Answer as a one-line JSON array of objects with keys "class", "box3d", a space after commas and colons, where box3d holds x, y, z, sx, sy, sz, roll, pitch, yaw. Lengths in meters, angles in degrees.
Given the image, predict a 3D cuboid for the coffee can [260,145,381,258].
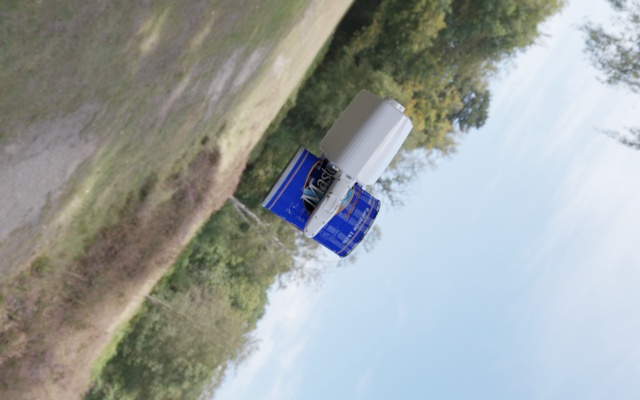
[{"class": "coffee can", "box3d": [0.000, 0.002, 0.686, 0.140, 0.103, 0.103, 34, -5, -8]}]
